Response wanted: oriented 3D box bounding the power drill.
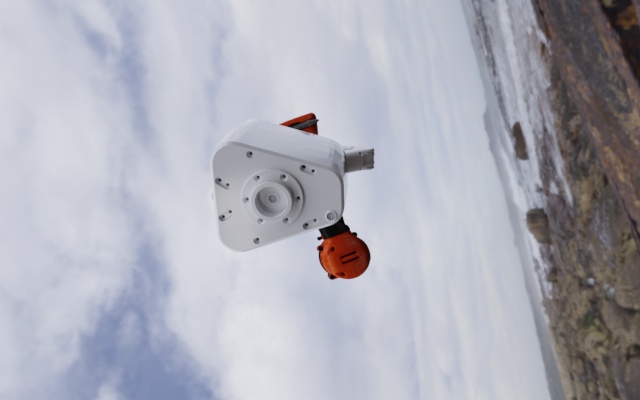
[{"bbox_3d":[0.000,0.001,0.565,0.057,0.187,0.184,-23,-3,-6],"label":"power drill"}]
